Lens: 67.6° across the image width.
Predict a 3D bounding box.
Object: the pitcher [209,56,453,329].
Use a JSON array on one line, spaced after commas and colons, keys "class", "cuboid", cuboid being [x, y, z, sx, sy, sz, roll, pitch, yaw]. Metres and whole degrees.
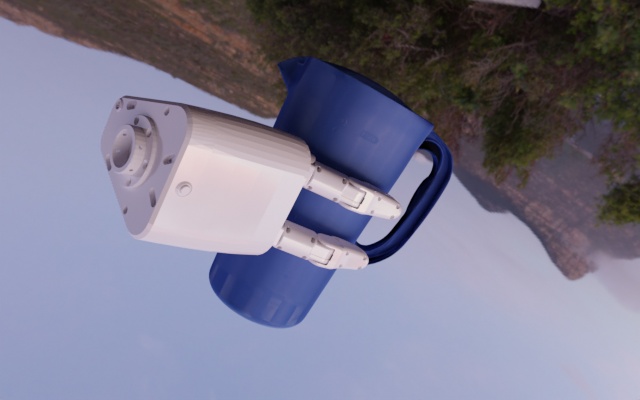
[{"class": "pitcher", "cuboid": [0.000, 0.001, 0.457, 0.145, 0.243, 0.149, 13, 21, -50]}]
